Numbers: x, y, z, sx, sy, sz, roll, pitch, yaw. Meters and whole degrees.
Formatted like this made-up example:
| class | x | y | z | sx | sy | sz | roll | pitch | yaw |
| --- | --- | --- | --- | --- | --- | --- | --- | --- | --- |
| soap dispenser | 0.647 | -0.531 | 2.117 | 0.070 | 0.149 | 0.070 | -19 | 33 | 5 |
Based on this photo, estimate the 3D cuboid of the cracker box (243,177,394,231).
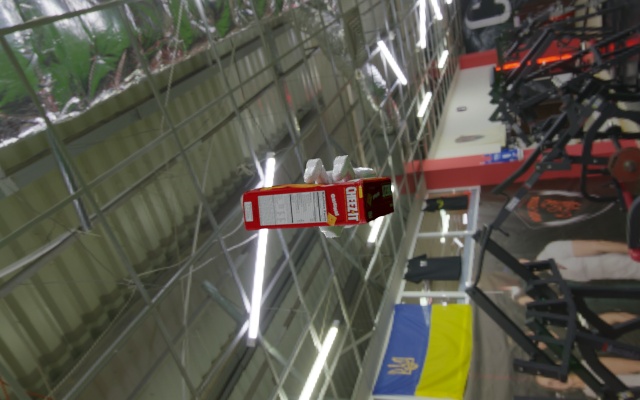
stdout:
| class | x | y | z | sx | sy | sz | roll | pitch | yaw |
| --- | --- | --- | --- | --- | --- | --- | --- | --- | --- |
| cracker box | 0.000 | 0.003 | 0.815 | 0.214 | 0.072 | 0.164 | -5 | 3 | 23 |
